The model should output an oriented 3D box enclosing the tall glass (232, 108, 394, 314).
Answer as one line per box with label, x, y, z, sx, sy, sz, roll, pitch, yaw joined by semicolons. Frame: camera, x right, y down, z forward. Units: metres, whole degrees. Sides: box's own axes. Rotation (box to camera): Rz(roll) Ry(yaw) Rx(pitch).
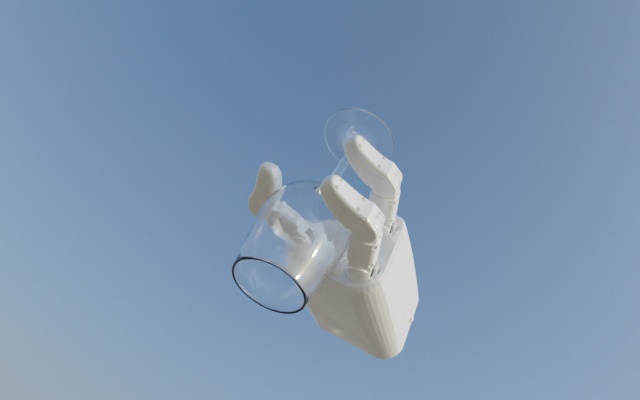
tall glass;0.000;0.001;0.419;0.079;0.079;0.201;0;39;30
